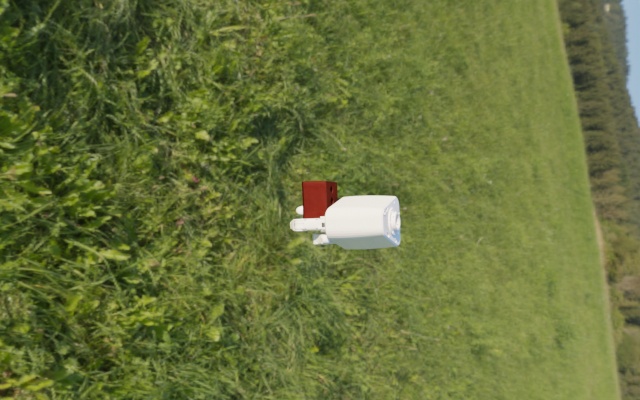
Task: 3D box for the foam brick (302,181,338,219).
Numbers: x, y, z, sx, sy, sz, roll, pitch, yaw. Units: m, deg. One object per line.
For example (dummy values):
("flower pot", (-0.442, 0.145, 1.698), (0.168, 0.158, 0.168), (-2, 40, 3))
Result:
("foam brick", (0.000, 0.003, 0.892), (0.051, 0.078, 0.053), (-4, -3, 26))
